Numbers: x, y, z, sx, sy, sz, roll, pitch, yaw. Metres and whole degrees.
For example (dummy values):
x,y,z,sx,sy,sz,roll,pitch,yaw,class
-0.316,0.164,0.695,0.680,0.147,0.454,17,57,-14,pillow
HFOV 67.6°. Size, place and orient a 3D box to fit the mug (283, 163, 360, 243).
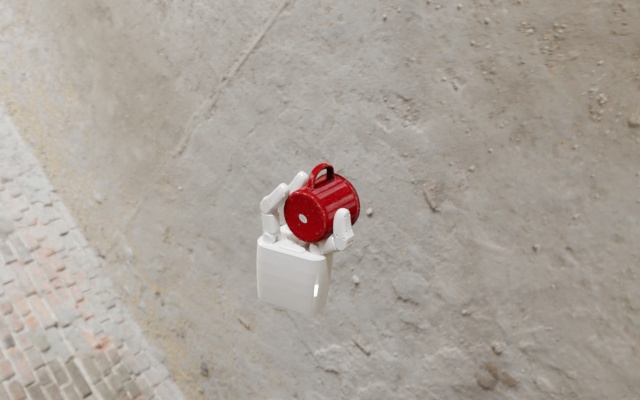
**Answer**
x,y,z,sx,sy,sz,roll,pitch,yaw,class
0.000,0.001,0.708,0.093,0.117,0.081,19,28,31,mug
